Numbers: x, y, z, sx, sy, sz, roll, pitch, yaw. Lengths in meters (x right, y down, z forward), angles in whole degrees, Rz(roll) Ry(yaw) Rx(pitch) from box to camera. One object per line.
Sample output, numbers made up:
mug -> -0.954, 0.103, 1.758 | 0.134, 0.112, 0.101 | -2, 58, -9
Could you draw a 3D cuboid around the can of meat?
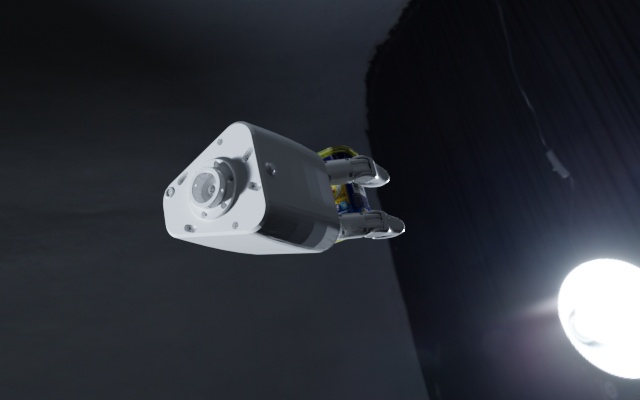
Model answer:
can of meat -> 0.000, 0.002, 0.510 | 0.102, 0.084, 0.057 | -22, -21, 22
